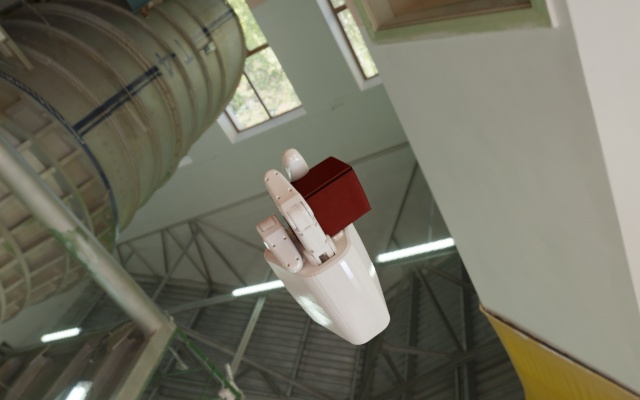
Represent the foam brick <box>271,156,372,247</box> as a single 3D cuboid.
[{"bbox_3d":[0.000,0.001,0.470,0.078,0.051,0.053,-34,26,-7],"label":"foam brick"}]
